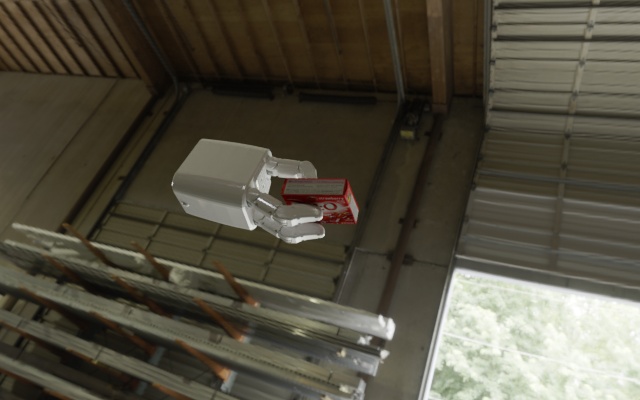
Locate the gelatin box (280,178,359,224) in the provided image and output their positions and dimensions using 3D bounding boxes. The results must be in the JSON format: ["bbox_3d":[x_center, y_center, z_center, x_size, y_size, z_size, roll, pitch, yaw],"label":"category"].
[{"bbox_3d":[0.001,0.002,0.637,0.089,0.030,0.073,1,-32,18],"label":"gelatin box"}]
